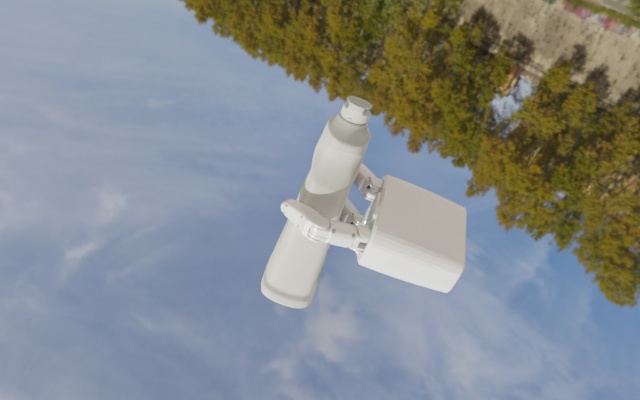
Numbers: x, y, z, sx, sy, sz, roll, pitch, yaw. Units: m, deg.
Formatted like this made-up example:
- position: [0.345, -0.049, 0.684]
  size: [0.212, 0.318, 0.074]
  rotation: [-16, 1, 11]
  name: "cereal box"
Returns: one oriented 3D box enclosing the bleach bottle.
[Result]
- position: [0.000, 0.002, 0.557]
  size: [0.068, 0.251, 0.102]
  rotation: [20, 30, -3]
  name: "bleach bottle"
